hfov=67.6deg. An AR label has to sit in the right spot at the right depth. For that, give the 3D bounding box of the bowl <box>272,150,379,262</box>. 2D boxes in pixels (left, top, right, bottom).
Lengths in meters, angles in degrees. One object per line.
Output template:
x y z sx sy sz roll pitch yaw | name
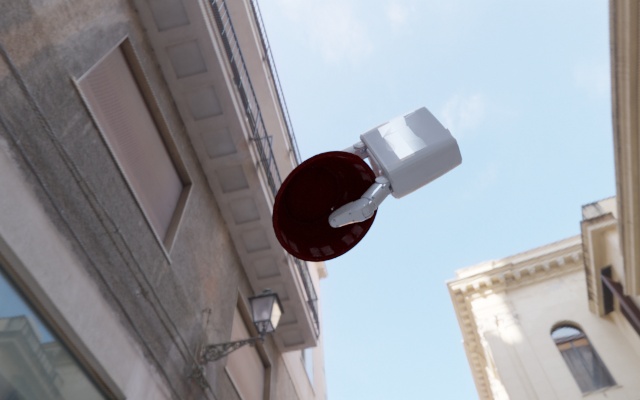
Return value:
-0.001 0.002 0.662 0.162 0.162 0.055 0 21 -28 | bowl
